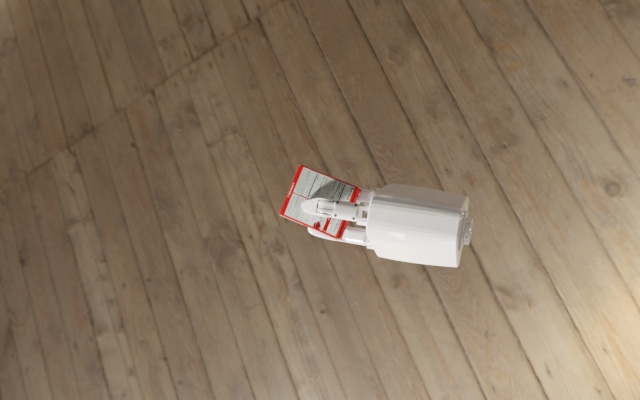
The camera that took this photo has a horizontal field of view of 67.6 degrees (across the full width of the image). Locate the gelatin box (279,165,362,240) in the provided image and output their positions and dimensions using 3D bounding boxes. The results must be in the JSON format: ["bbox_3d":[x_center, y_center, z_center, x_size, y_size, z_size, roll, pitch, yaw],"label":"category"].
[{"bbox_3d":[0.000,0.002,0.633,0.089,0.073,0.030,22,1,16],"label":"gelatin box"}]
